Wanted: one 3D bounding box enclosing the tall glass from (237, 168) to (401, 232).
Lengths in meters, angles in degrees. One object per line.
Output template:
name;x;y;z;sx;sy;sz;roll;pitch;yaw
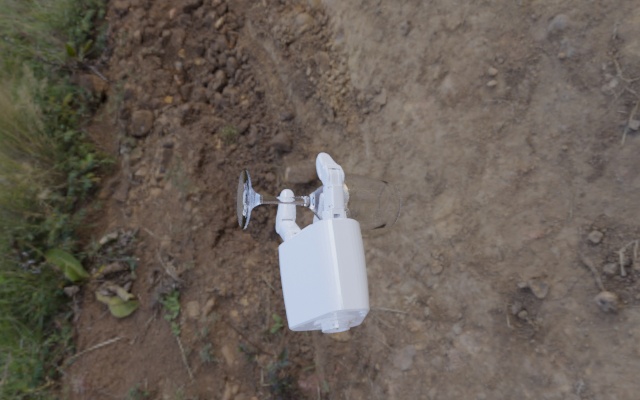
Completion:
tall glass;-0.001;0.002;0.610;0.201;0.079;0.079;2;-1;-20
